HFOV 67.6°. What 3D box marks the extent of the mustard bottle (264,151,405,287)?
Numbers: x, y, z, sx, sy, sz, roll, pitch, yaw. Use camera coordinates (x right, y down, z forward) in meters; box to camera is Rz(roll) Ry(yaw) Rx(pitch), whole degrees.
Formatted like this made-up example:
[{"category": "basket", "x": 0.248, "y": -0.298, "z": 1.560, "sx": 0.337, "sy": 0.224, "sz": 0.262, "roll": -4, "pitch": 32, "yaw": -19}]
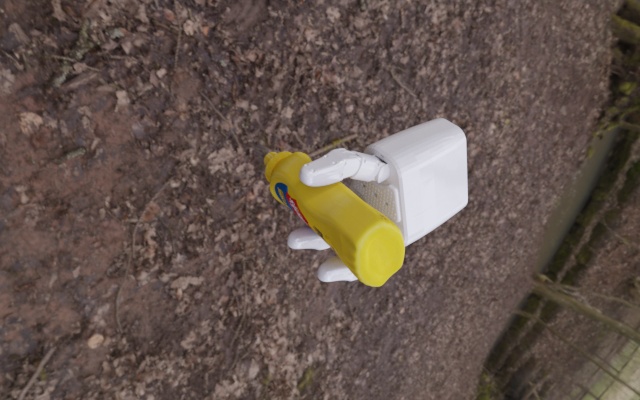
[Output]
[{"category": "mustard bottle", "x": 0.000, "y": 0.002, "z": 0.490, "sx": 0.191, "sy": 0.058, "sz": 0.096, "roll": 42, "pitch": -9, "yaw": 37}]
